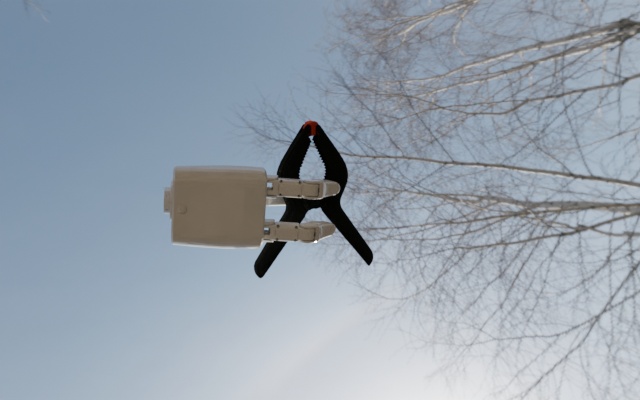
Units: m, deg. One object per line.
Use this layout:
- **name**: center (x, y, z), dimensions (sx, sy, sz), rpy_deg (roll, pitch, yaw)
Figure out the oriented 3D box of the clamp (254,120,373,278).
- **clamp**: center (0.000, 0.001, 0.633), dimensions (0.164, 0.210, 0.036), rpy_deg (2, 11, -16)
